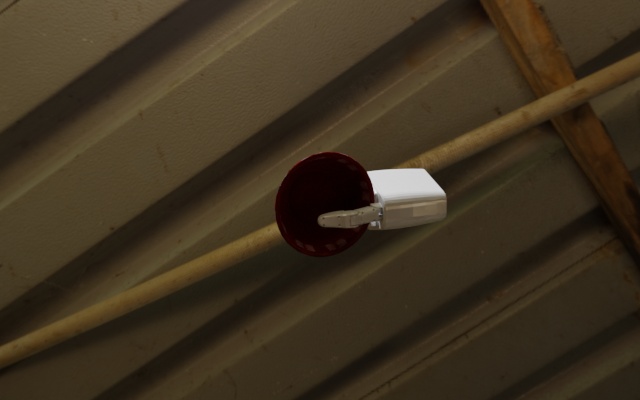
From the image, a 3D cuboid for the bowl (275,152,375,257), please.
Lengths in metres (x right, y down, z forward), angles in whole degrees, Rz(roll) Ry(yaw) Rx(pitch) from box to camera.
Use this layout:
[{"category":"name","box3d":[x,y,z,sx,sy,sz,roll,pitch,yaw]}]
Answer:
[{"category":"bowl","box3d":[-0.001,0.002,0.734,0.162,0.162,0.055,0,13,-23]}]
